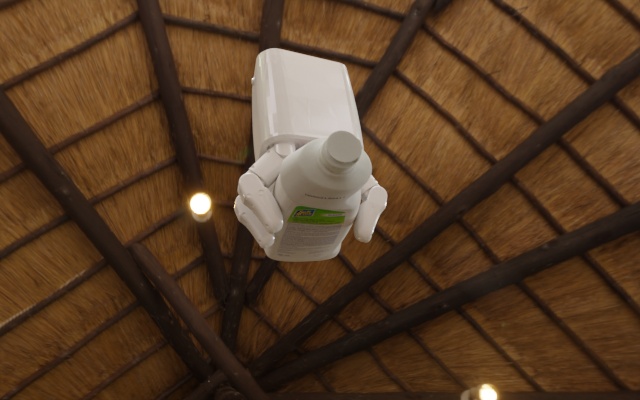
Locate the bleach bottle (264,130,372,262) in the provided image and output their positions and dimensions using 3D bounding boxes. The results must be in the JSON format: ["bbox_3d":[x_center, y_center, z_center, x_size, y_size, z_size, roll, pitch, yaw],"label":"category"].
[{"bbox_3d":[0.000,0.002,0.485,0.102,0.068,0.251,-2,-20,-14],"label":"bleach bottle"}]
